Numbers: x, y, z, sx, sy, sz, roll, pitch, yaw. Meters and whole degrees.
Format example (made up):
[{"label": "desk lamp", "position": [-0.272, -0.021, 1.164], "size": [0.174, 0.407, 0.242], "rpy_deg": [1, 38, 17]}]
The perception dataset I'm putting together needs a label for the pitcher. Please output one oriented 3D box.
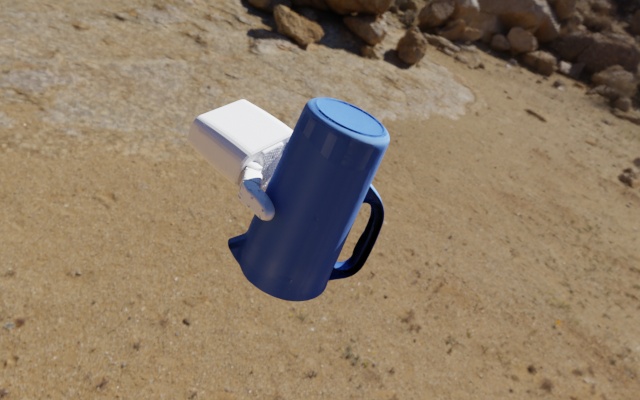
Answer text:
[{"label": "pitcher", "position": [0.000, 0.002, 0.611], "size": [0.145, 0.243, 0.149], "rpy_deg": [38, 31, 23]}]
